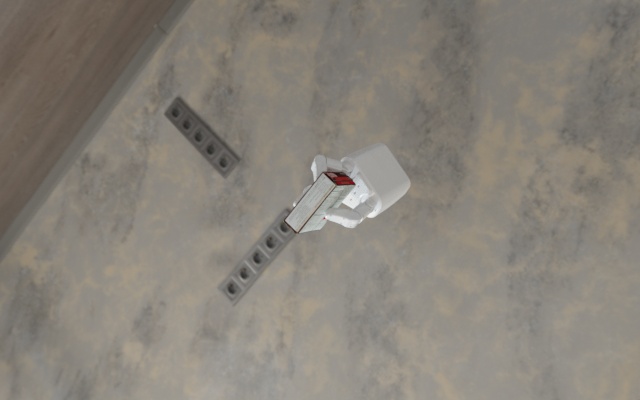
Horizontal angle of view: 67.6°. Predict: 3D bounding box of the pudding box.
[{"bbox_3d":[0.000,0.003,0.805,0.039,0.113,0.090,43,18,18],"label":"pudding box"}]
